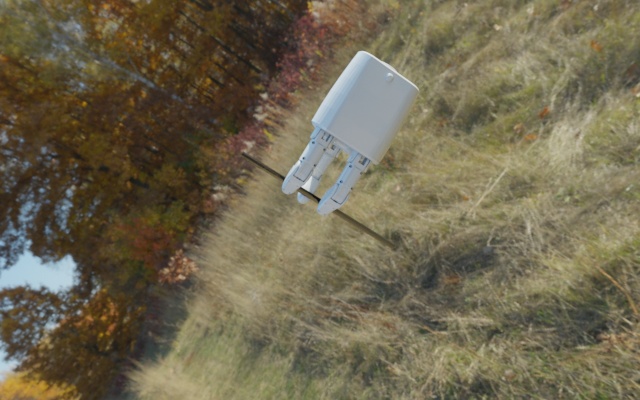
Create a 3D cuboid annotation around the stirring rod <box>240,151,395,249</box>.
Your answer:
[{"bbox_3d":[0.000,0.002,0.633,0.239,0.011,0.011,31,-7,-12],"label":"stirring rod"}]
